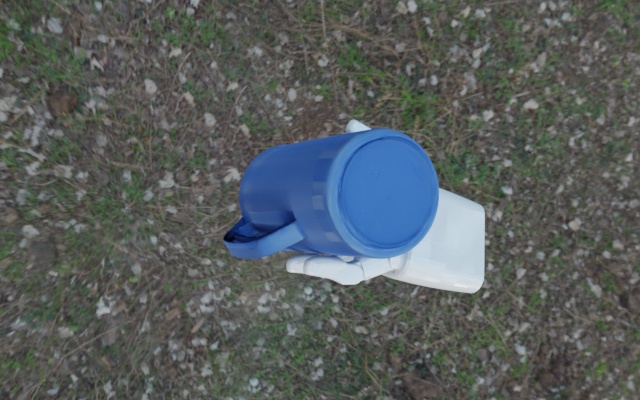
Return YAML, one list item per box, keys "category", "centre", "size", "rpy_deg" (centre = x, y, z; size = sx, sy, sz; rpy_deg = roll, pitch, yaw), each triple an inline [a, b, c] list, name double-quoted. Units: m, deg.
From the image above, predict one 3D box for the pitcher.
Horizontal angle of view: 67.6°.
- category: "pitcher"
  centre: [0.000, 0.002, 0.491]
  size: [0.145, 0.149, 0.243]
  rpy_deg: [15, -6, -22]
